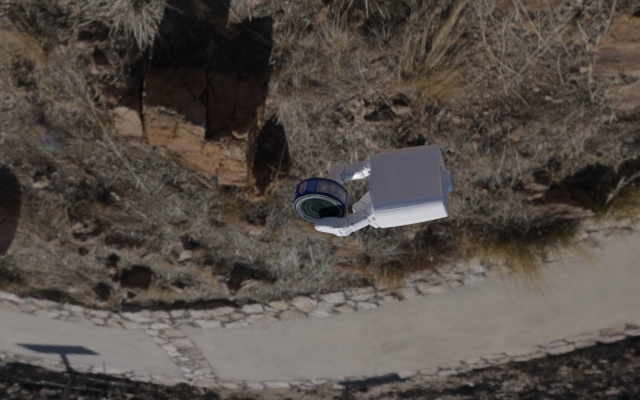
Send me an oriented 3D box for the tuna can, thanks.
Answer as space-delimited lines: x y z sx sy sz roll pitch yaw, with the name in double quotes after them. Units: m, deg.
0.000 0.003 0.756 0.086 0.033 0.086 7 -35 5 "tuna can"
